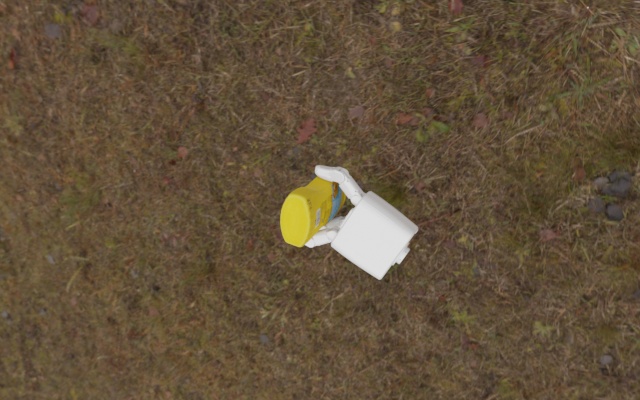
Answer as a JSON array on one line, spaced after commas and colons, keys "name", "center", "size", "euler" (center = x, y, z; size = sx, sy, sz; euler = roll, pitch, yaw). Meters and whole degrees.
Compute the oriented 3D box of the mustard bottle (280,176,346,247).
[{"name": "mustard bottle", "center": [0.000, 0.003, 0.857], "size": [0.058, 0.096, 0.191], "euler": [16, 27, 23]}]
